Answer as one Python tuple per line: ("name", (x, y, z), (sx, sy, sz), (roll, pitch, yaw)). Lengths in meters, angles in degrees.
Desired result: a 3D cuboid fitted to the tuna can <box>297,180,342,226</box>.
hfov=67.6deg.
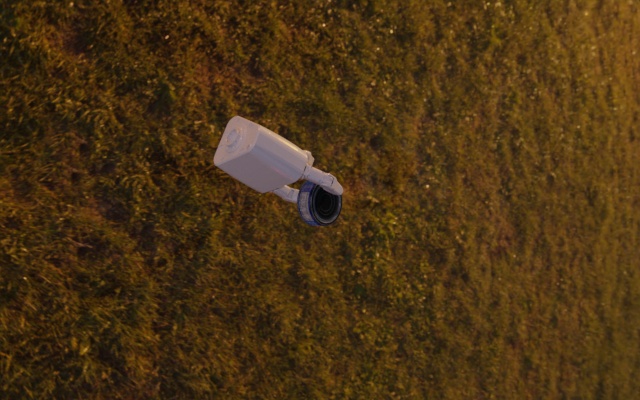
("tuna can", (0.001, 0.003, 0.848), (0.034, 0.086, 0.086), (2, 1, 43))
